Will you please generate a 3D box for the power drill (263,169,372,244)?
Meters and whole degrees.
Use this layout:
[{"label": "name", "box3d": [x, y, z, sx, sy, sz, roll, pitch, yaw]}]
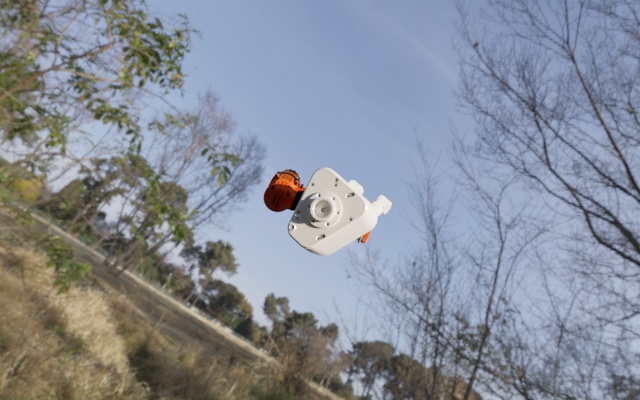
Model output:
[{"label": "power drill", "box3d": [0.001, 0.003, 0.821, 0.187, 0.057, 0.184, 19, 16, -1]}]
